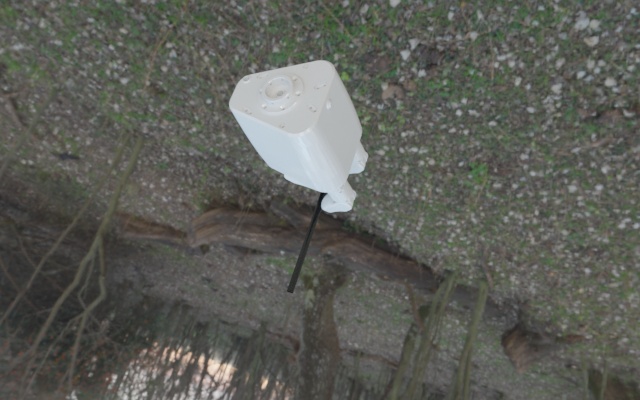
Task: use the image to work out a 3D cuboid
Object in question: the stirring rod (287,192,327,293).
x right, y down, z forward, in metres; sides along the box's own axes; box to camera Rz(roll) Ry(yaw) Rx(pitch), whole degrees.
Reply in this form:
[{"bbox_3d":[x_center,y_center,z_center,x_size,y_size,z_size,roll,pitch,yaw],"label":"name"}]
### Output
[{"bbox_3d":[0.000,0.002,0.606,0.011,0.239,0.011,16,-21,7],"label":"stirring rod"}]
